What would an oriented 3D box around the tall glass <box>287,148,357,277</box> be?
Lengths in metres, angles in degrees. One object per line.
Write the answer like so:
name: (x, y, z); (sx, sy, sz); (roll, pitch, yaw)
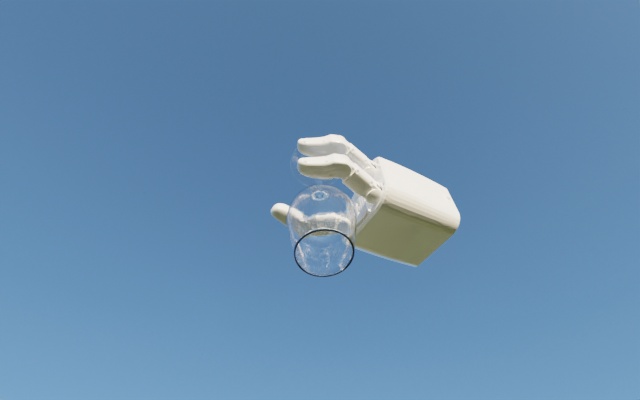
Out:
tall glass: (0.000, 0.001, 0.565); (0.079, 0.079, 0.201); (0, 32, -2)
